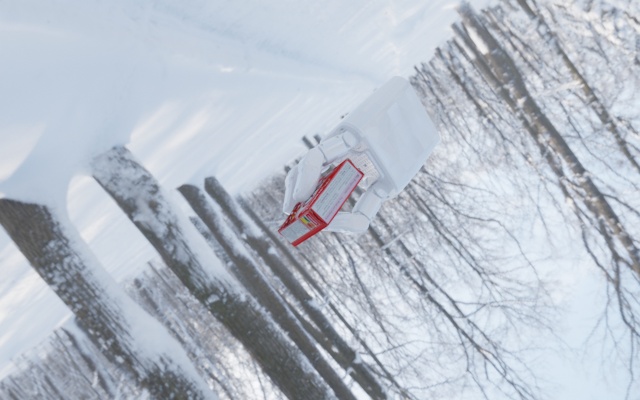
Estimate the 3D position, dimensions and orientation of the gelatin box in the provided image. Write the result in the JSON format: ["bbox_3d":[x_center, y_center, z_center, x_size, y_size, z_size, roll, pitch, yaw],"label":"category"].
[{"bbox_3d":[0.000,0.002,0.523,0.073,0.030,0.089,-35,15,52],"label":"gelatin box"}]
